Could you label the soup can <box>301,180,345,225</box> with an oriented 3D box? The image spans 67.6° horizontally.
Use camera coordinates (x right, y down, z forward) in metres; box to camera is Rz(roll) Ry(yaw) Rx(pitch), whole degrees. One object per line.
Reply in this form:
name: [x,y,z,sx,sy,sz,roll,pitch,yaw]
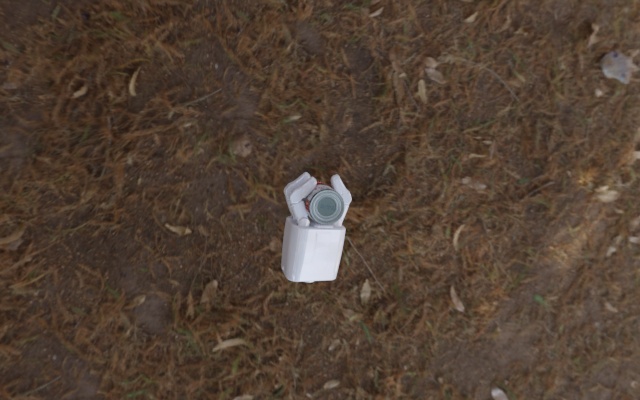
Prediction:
soup can: [0.000,0.003,0.898,0.068,0.068,0.102,0,11,-13]
